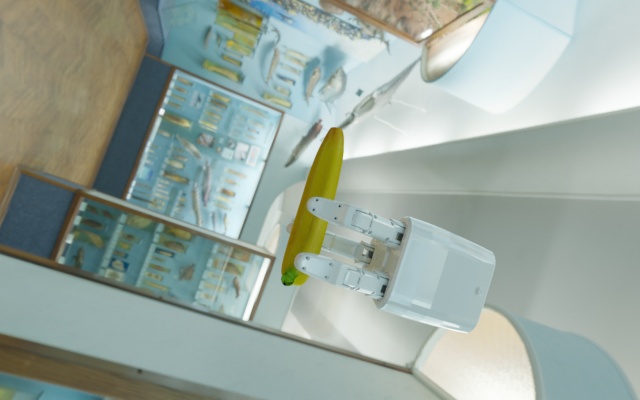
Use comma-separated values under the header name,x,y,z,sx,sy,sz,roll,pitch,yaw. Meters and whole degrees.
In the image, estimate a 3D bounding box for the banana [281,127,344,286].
name,x,y,z,sx,sy,sz,roll,pitch,yaw
banana,-0.006,0.013,0.514,0.037,0.197,0.070,19,-31,-7
